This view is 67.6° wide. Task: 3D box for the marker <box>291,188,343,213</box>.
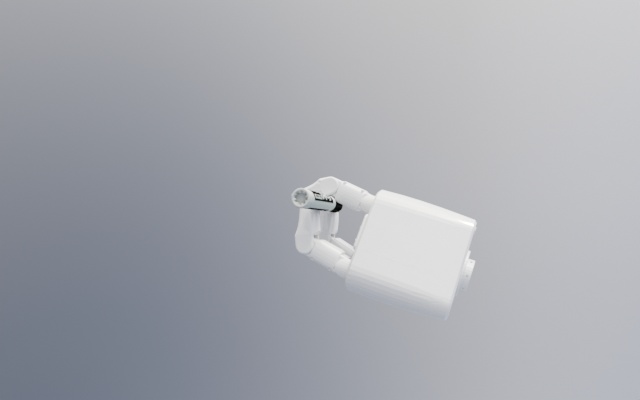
[{"bbox_3d":[0.000,0.002,0.500,0.020,0.020,0.121,0,-4,18],"label":"marker"}]
